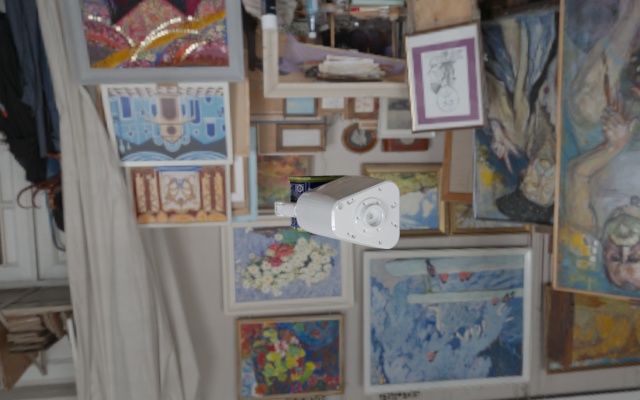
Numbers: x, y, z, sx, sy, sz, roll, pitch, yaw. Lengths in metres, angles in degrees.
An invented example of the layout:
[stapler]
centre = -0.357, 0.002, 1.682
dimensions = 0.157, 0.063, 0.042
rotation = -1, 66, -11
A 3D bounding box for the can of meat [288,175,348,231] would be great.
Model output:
[can of meat]
centre = 0.000, 0.003, 0.765
dimensions = 0.102, 0.084, 0.057
rotation = -4, 6, -30
